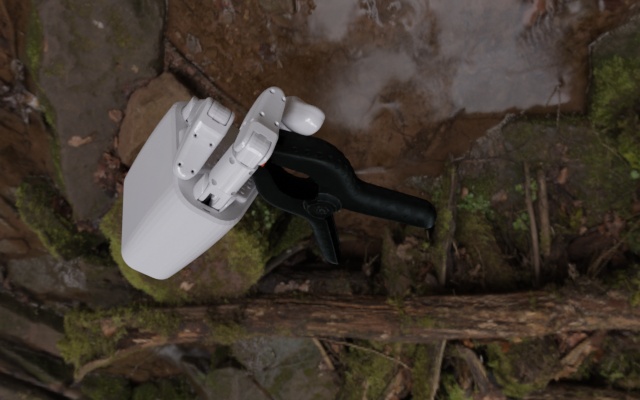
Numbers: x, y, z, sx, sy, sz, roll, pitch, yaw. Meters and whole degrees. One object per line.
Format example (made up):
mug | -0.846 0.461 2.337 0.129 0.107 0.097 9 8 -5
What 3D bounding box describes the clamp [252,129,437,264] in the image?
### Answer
clamp | 0.000 0.002 0.403 0.171 0.039 0.120 31 -51 -26
